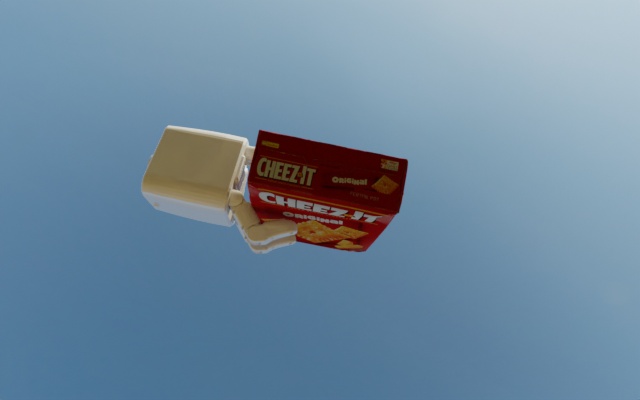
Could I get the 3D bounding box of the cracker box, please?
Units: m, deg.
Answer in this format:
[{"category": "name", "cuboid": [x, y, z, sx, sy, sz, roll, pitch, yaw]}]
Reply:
[{"category": "cracker box", "cuboid": [0.000, 0.002, 0.595, 0.164, 0.072, 0.214, 11, -17, -1]}]
